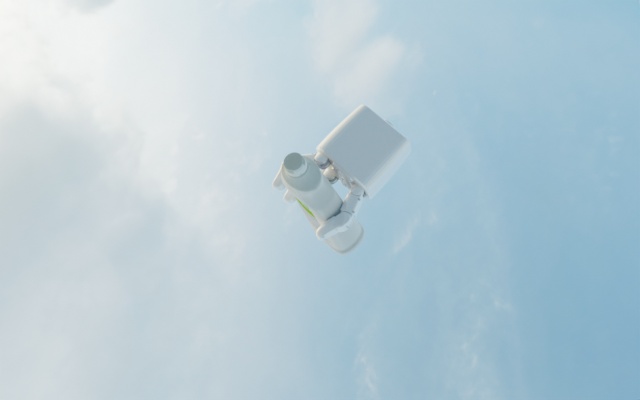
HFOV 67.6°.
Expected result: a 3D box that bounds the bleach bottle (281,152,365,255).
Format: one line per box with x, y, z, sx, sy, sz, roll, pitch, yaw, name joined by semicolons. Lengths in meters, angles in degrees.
0.000;0.002;0.757;0.102;0.068;0.251;40;-9;27;bleach bottle
